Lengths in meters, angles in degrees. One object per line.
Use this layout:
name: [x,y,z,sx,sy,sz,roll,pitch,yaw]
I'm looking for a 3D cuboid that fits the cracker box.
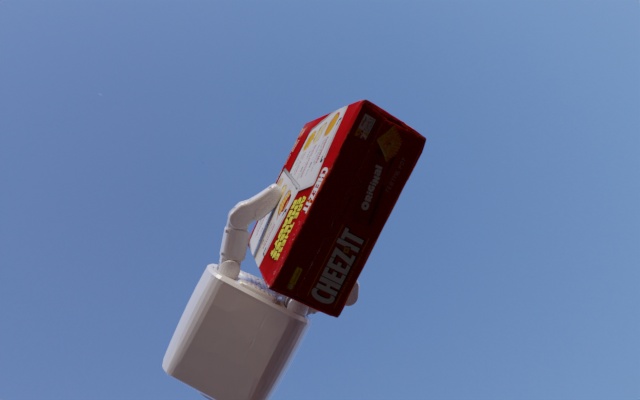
cracker box: [0.000,0.001,0.469,0.072,0.164,0.213,27,-3,-14]
